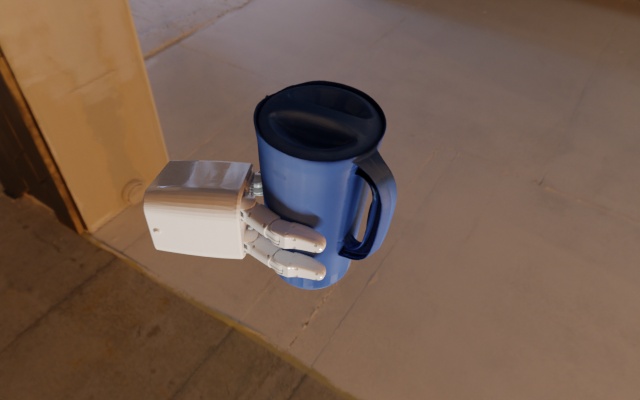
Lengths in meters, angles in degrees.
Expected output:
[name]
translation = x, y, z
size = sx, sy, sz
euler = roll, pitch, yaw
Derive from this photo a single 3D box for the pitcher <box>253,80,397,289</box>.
[pitcher]
translation = 0.000, 0.002, 0.552
size = 0.145, 0.149, 0.243
euler = 4, -44, 0
